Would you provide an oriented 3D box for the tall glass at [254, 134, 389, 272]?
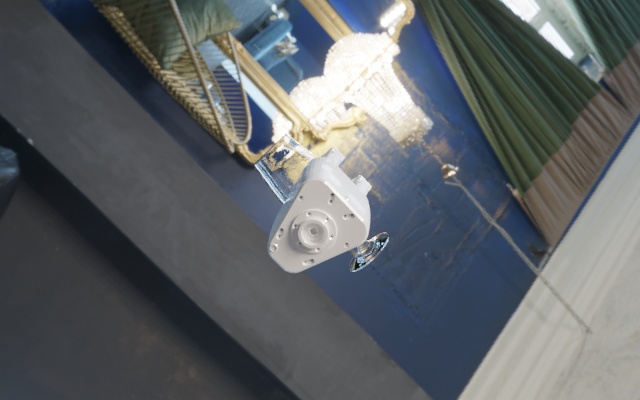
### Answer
[{"bbox_3d":[0.001,0.003,0.655,0.079,0.201,0.079,-43,9,8],"label":"tall glass"}]
